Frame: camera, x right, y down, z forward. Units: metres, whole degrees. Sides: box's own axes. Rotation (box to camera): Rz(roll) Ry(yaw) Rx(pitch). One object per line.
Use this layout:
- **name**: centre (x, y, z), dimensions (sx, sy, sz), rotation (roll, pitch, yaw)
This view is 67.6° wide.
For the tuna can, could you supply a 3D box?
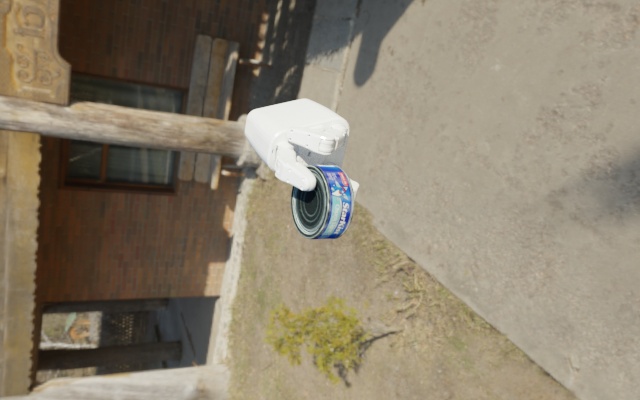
- **tuna can**: centre (0.000, 0.002, 0.544), dimensions (0.034, 0.086, 0.086), rotation (1, 0, -33)
